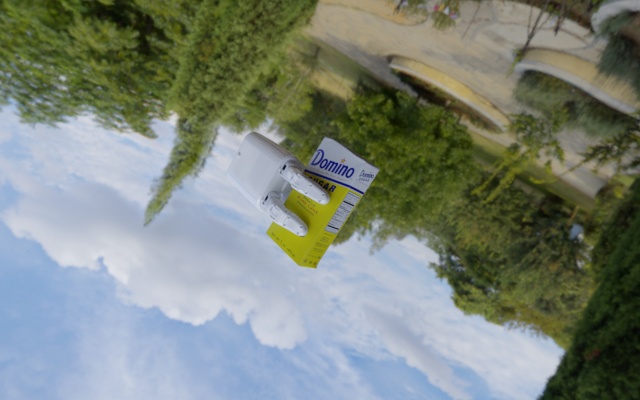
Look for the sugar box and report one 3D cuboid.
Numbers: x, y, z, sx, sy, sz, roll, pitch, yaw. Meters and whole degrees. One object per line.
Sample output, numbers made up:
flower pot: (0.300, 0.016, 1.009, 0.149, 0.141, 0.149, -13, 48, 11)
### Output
sugar box: (0.000, 0.002, 0.698, 0.048, 0.176, 0.093, 19, 15, -49)
